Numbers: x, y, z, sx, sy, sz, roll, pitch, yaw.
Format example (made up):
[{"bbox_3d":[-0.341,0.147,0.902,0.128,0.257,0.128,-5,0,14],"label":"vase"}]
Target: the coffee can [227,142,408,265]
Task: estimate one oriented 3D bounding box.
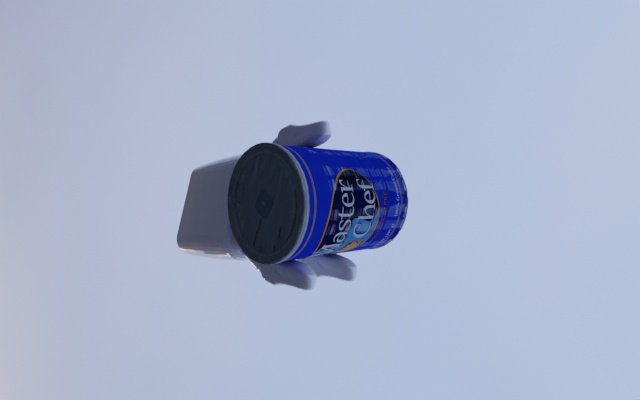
[{"bbox_3d":[0.000,0.001,0.448,0.103,0.103,0.140,0,1,45],"label":"coffee can"}]
